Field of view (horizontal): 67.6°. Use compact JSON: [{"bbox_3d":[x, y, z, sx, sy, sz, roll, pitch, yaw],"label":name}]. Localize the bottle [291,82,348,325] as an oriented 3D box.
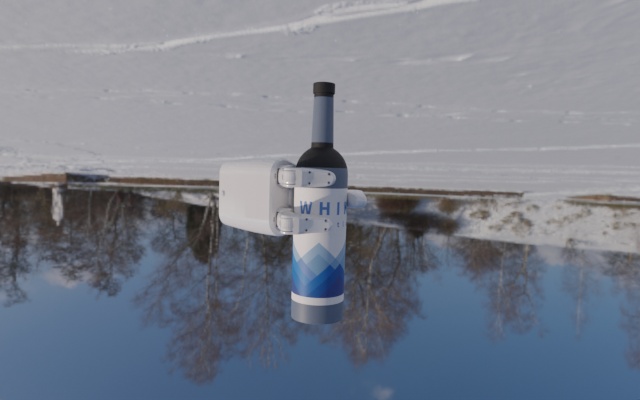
[{"bbox_3d":[0.000,0.002,0.601,0.069,0.296,0.069,2,4,0],"label":"bottle"}]
